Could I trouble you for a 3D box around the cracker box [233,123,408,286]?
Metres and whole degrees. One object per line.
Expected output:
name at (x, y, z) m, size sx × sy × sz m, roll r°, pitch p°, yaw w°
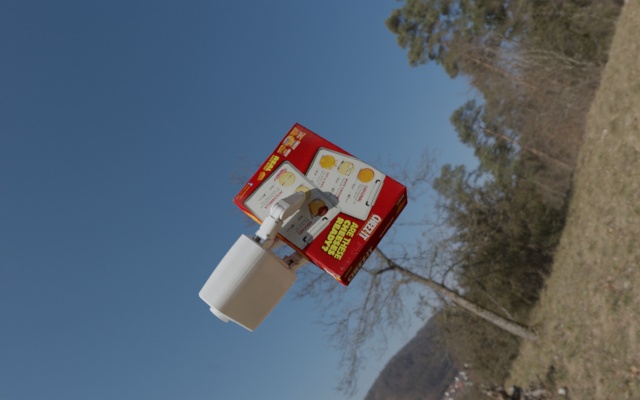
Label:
cracker box at (0.000, 0.002, 0.732) m, size 0.213 × 0.164 × 0.072 m, roll 33°, pitch -11°, yaw 23°
